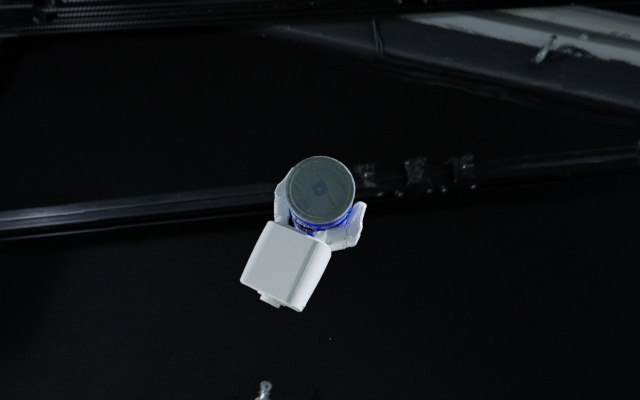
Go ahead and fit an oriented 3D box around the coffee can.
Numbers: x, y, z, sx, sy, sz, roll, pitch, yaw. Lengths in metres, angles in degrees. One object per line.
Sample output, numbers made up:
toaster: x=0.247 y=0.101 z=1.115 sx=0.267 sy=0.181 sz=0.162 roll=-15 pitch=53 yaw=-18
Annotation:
coffee can: x=0.000 y=0.002 z=0.762 sx=0.103 sy=0.102 sz=0.140 roll=0 pitch=-16 yaw=1
